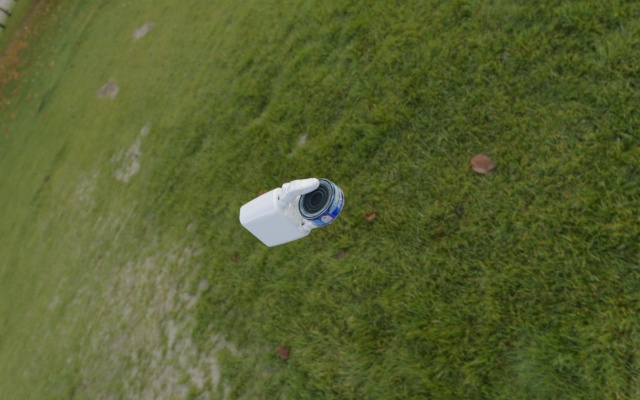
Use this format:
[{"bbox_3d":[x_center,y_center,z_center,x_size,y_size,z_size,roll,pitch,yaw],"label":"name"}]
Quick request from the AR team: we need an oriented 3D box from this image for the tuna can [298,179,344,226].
[{"bbox_3d":[0.000,0.003,0.891,0.086,0.086,0.034,0,-25,41],"label":"tuna can"}]
